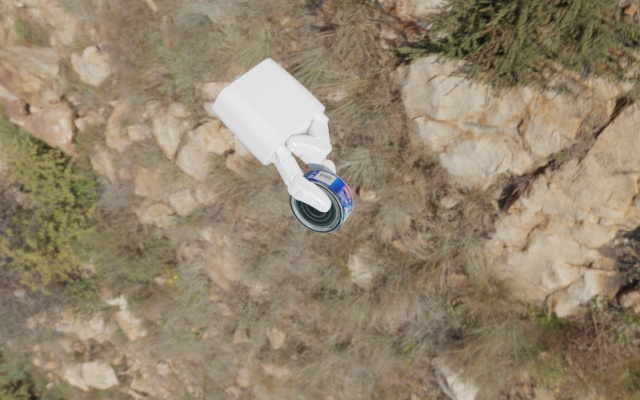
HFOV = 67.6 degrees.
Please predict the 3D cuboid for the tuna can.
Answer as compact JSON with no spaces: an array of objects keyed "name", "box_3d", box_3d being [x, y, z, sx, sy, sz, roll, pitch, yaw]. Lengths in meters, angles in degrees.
[{"name":"tuna can","box_3d":[0.000,0.002,0.655,0.086,0.086,0.033,0,29,31]}]
